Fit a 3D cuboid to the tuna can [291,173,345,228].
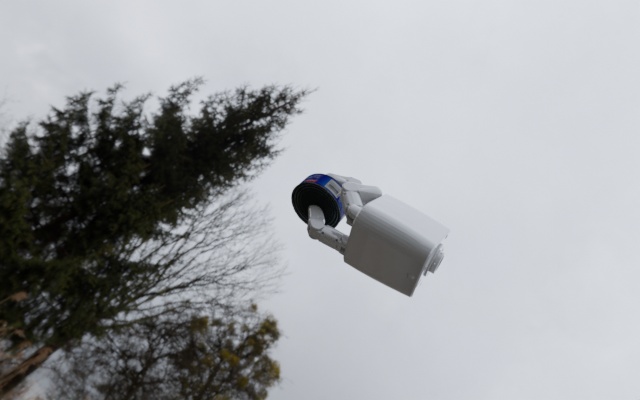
[{"bbox_3d":[0.000,0.002,0.725,0.086,0.086,0.033,0,31,36],"label":"tuna can"}]
